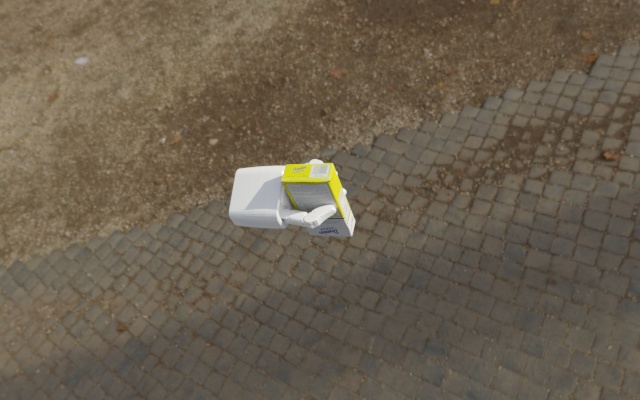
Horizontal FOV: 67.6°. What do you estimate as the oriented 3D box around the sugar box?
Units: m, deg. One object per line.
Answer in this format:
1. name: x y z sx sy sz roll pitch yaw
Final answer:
1. sugar box: 0.000 0.002 0.898 0.093 0.048 0.176 1 -35 20
